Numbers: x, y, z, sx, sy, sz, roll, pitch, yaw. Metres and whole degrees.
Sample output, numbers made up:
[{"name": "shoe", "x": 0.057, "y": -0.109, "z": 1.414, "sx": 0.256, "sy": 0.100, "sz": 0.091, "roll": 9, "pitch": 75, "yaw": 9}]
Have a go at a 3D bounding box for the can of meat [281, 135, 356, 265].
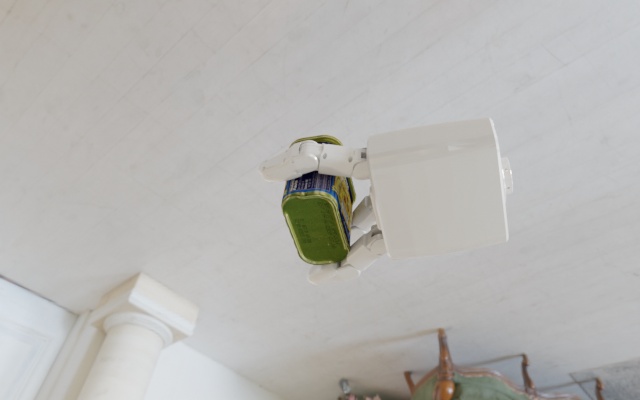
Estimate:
[{"name": "can of meat", "x": 0.000, "y": 0.002, "z": 0.473, "sx": 0.057, "sy": 0.102, "sz": 0.083, "roll": -6, "pitch": 43, "yaw": 13}]
